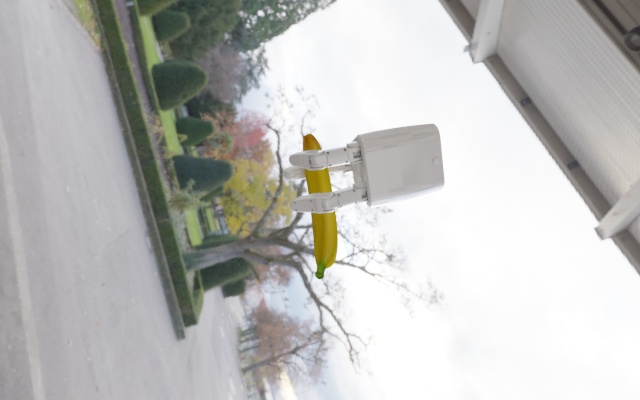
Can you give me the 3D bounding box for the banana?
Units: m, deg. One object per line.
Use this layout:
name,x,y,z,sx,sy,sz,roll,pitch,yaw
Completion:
banana,0.002,0.008,0.667,0.037,0.197,0.069,-7,-7,3
